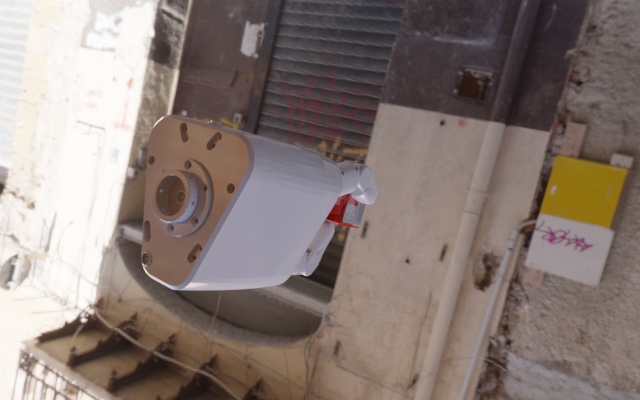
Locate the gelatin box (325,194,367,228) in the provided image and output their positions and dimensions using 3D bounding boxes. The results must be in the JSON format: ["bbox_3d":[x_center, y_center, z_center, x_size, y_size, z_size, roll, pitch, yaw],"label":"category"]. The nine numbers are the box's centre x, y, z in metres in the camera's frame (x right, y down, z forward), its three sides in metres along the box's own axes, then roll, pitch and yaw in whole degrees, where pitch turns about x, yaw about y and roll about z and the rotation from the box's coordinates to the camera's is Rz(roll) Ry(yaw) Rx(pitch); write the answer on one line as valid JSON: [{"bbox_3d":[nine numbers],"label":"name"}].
[{"bbox_3d":[0.000,0.002,0.469,0.073,0.030,0.089,17,-1,17],"label":"gelatin box"}]
